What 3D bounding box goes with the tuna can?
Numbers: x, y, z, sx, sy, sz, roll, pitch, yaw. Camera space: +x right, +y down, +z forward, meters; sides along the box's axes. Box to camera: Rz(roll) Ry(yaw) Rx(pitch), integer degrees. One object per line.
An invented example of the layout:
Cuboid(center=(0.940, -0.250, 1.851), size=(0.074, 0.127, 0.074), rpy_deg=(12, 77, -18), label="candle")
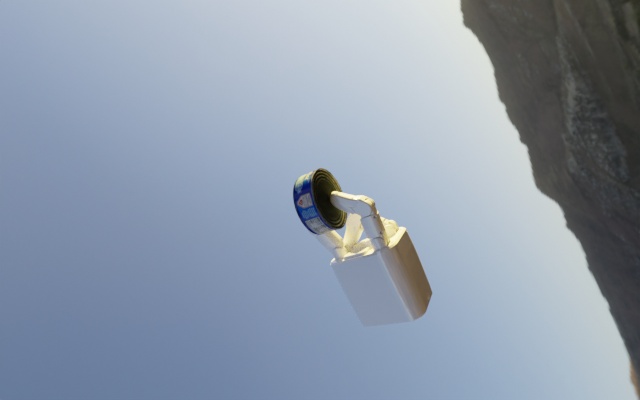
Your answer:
Cuboid(center=(0.000, 0.002, 0.643), size=(0.034, 0.086, 0.086), rpy_deg=(-20, -10, 28), label="tuna can")
